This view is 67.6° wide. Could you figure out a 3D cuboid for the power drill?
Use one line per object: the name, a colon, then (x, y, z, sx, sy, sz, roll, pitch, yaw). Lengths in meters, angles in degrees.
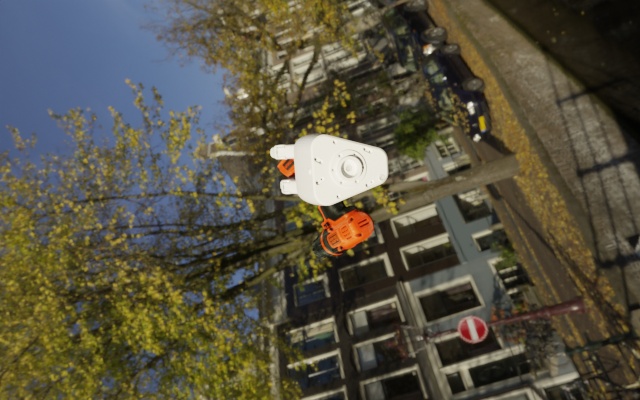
power drill: (0.000, 0.002, 0.802, 0.057, 0.187, 0.184, -27, -6, -30)
